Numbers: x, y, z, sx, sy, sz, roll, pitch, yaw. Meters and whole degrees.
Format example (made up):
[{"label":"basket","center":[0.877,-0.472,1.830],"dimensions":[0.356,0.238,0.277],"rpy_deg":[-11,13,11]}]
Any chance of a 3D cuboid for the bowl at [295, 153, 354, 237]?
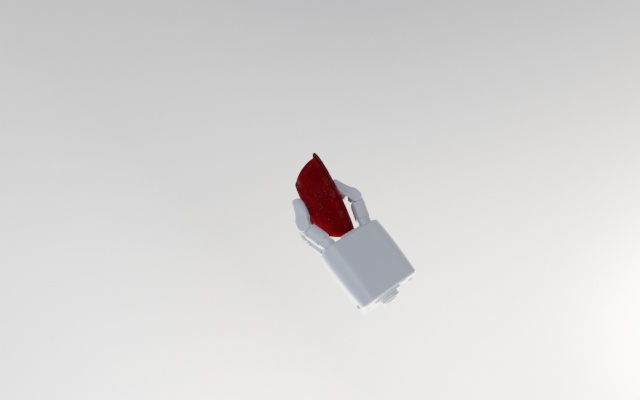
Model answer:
[{"label":"bowl","center":[-0.001,0.002,0.811],"dimensions":[0.055,0.162,0.162],"rpy_deg":[-25,2,-4]}]
